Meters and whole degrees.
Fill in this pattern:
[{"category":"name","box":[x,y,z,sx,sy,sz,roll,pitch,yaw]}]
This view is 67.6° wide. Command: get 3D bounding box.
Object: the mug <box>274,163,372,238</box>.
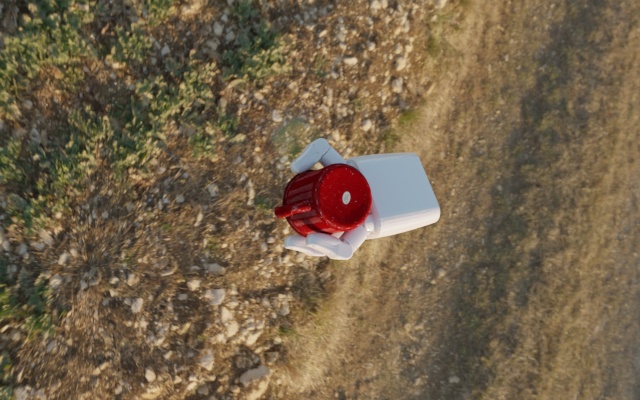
[{"category":"mug","box":[-0.001,0.002,0.587,0.117,0.093,0.081,-10,-3,-28]}]
